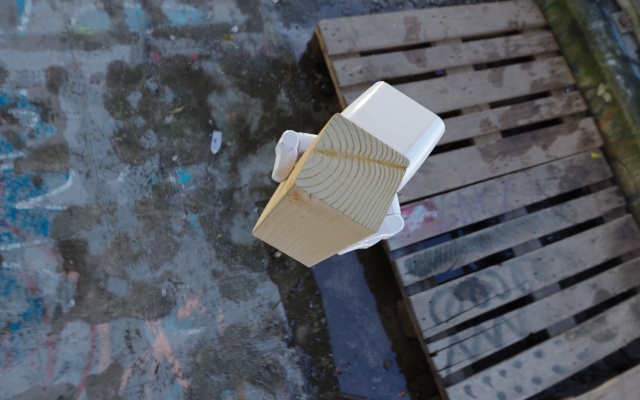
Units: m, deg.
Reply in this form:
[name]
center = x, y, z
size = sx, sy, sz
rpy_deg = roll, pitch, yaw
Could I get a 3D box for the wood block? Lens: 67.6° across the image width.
[wood block]
center = 0.000, 0.001, 0.535
size = 0.091, 0.090, 0.206
rpy_deg = 32, -24, -7
